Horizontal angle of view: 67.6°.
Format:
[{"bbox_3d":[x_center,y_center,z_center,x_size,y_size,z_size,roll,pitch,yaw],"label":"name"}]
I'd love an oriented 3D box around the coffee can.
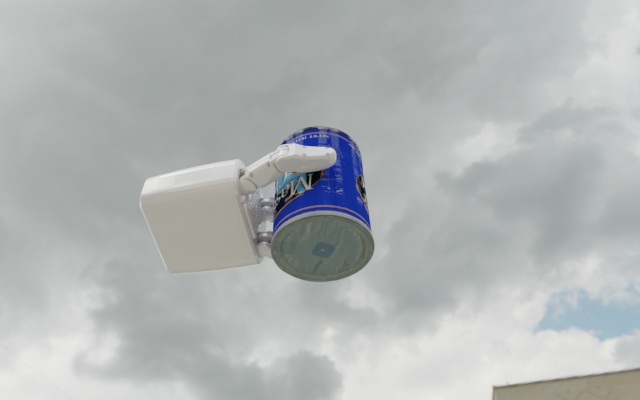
[{"bbox_3d":[0.000,0.002,0.520,0.103,0.103,0.140,0,44,-2],"label":"coffee can"}]
